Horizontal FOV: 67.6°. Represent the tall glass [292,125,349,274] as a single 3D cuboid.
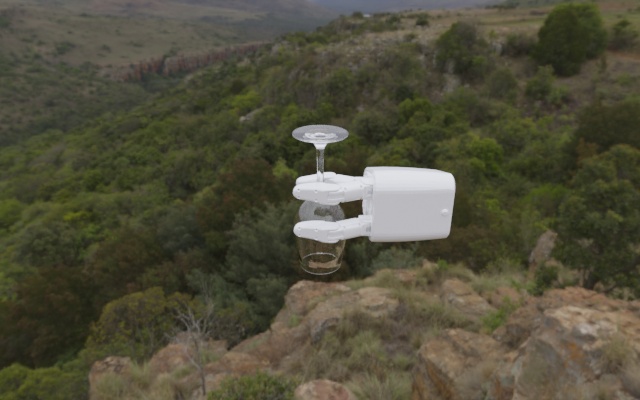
[{"bbox_3d":[0.000,0.002,0.665,0.079,0.201,0.079,0,25,0],"label":"tall glass"}]
